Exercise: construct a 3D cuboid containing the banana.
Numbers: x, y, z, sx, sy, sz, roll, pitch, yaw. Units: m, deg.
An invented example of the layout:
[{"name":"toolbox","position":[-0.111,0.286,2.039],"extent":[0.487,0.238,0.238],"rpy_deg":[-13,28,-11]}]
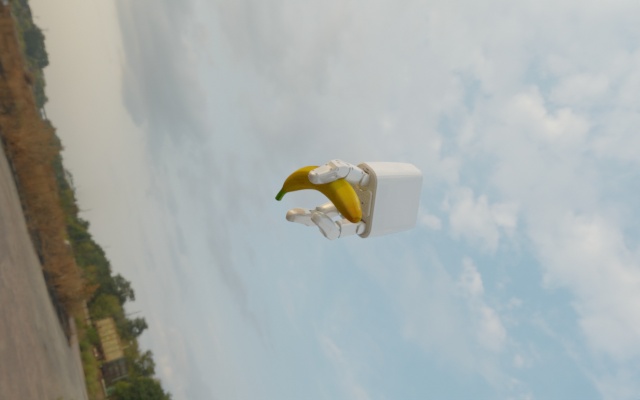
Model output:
[{"name":"banana","position":[0.001,-0.017,0.728],"extent":[0.037,0.069,0.198],"rpy_deg":[7,5,-39]}]
